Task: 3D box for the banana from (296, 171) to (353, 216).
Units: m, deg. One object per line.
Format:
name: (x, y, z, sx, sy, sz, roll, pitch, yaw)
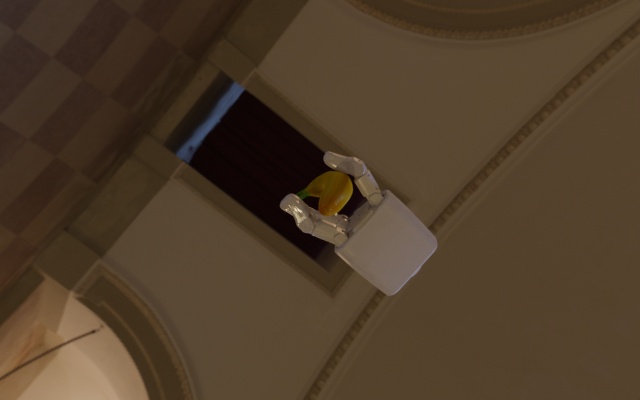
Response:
banana: (0.013, -0.011, 0.653, 0.069, 0.037, 0.198, -45, 10, -5)
